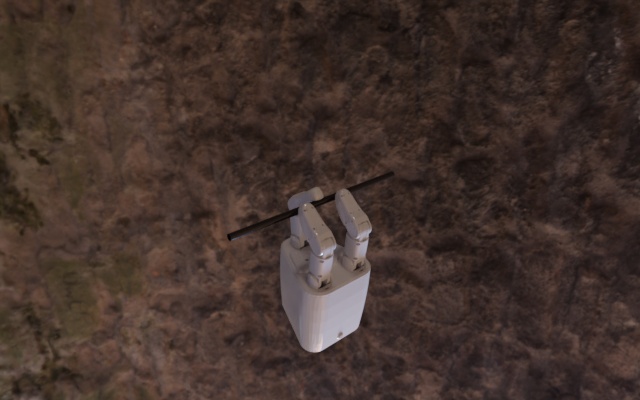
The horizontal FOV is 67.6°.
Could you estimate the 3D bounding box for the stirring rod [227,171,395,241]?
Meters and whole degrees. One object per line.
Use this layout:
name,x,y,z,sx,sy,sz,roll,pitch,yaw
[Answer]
stirring rod,0.000,0.002,0.553,0.239,0.011,0.011,-21,12,-34
